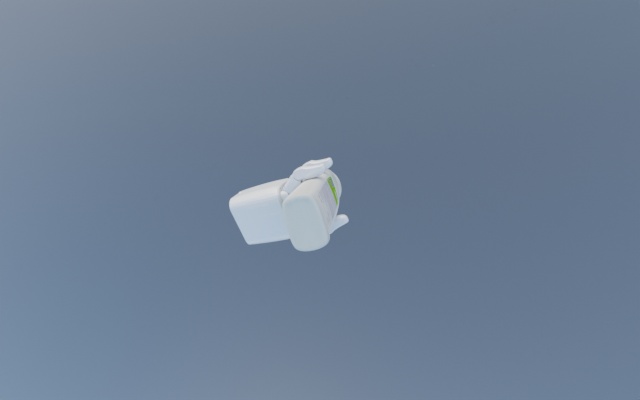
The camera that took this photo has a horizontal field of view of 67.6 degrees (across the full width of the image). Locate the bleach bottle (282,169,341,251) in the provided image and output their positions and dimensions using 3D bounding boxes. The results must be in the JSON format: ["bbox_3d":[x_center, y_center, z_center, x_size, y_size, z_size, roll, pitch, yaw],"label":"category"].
[{"bbox_3d":[0.000,0.003,0.896,0.068,0.102,0.250,-13,12,16],"label":"bleach bottle"}]
